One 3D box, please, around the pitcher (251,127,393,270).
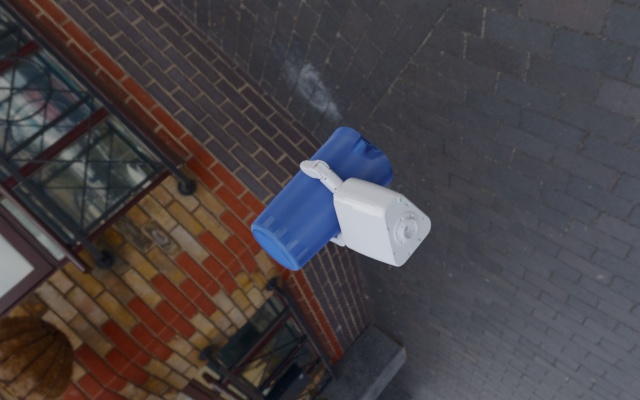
[{"bbox_3d":[0.000,0.003,0.822,0.242,0.149,0.145,-46,36,-19],"label":"pitcher"}]
